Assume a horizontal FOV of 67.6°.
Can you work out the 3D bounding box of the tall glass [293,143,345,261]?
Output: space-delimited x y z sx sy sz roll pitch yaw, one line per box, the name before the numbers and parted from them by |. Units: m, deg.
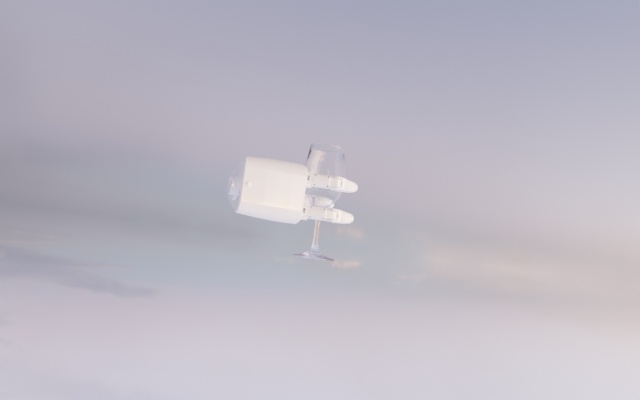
tall glass | 0.000 0.003 0.847 0.079 0.201 0.079 7 -5 1
